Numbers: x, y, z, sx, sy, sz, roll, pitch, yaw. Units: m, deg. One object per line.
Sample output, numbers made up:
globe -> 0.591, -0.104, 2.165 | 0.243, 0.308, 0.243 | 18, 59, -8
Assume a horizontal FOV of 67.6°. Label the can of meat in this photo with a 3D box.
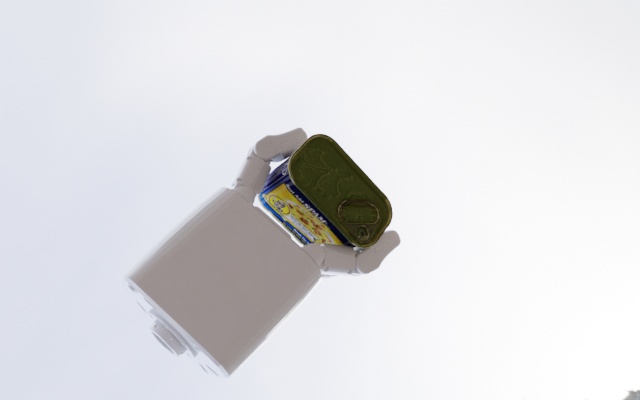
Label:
can of meat -> 0.000, 0.001, 0.430 | 0.057, 0.102, 0.084 | -50, 11, -29
